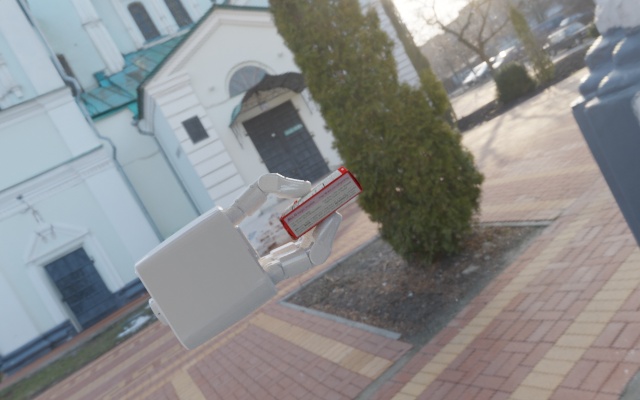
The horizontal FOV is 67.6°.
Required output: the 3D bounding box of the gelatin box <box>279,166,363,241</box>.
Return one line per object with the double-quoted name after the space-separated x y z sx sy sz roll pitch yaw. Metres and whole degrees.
0.000 0.001 0.514 0.089 0.030 0.073 -37 6 3 "gelatin box"
